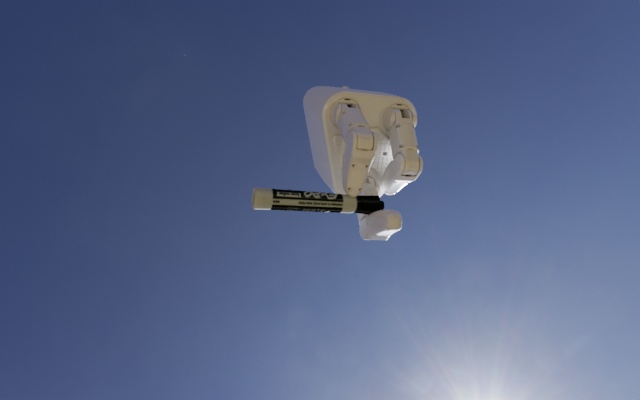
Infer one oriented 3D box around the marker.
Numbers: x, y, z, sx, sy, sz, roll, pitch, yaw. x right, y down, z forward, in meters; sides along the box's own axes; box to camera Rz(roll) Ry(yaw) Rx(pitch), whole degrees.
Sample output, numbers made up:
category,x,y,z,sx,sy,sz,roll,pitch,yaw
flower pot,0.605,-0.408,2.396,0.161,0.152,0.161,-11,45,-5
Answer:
category,x,y,z,sx,sy,sz,roll,pitch,yaw
marker,0.000,0.001,0.427,0.121,0.020,0.020,3,-1,-17
